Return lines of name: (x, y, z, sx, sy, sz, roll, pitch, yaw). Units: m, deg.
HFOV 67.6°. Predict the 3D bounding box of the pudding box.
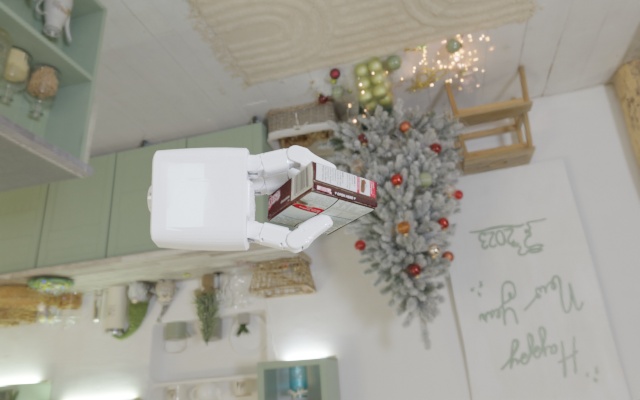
pudding box: (0.000, 0.002, 0.569, 0.090, 0.039, 0.113, 15, -26, -28)
